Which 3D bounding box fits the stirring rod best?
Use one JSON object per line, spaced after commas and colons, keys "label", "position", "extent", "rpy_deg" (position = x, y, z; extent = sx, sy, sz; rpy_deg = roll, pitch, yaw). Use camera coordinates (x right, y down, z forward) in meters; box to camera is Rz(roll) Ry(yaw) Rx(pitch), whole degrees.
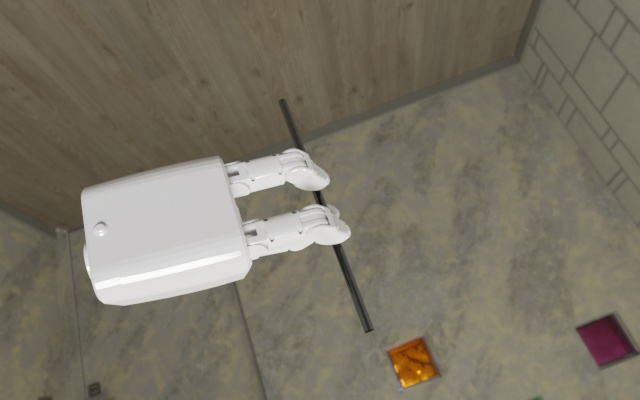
{"label": "stirring rod", "position": [0.000, 0.001, 0.427], "extent": [0.011, 0.239, 0.011], "rpy_deg": [-17, -26, -8]}
